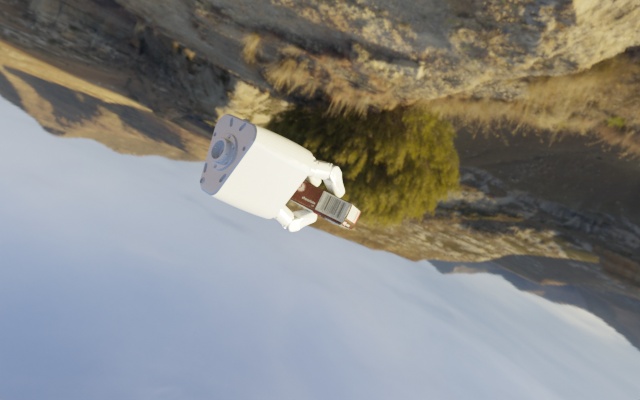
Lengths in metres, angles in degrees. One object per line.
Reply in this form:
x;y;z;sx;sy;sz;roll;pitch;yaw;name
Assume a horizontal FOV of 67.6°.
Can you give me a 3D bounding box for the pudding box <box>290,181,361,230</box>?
0.000;0.003;0.735;0.113;0.039;0.090;28;0;15;pudding box
